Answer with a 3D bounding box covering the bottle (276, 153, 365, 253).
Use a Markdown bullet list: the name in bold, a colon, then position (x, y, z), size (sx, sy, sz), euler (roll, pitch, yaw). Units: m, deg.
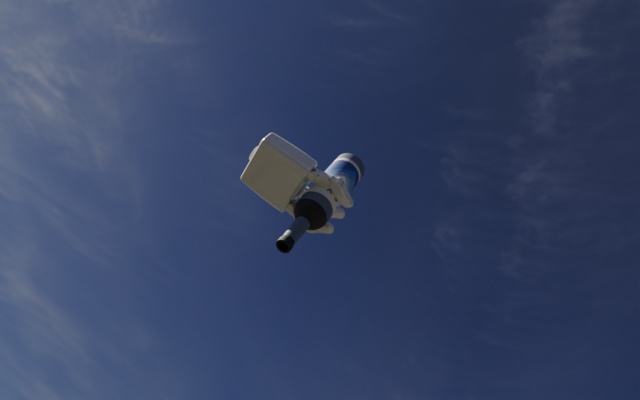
- **bottle**: position (0.000, 0.003, 0.894), size (0.069, 0.069, 0.295), euler (0, 30, 29)
